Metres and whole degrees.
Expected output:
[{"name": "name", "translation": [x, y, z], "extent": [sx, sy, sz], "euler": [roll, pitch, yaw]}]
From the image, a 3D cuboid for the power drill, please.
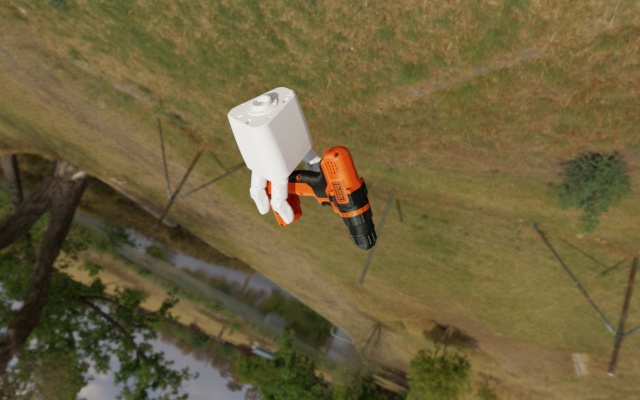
[{"name": "power drill", "translation": [0.000, 0.003, 0.826], "extent": [0.187, 0.184, 0.057], "euler": [-5, 22, 38]}]
